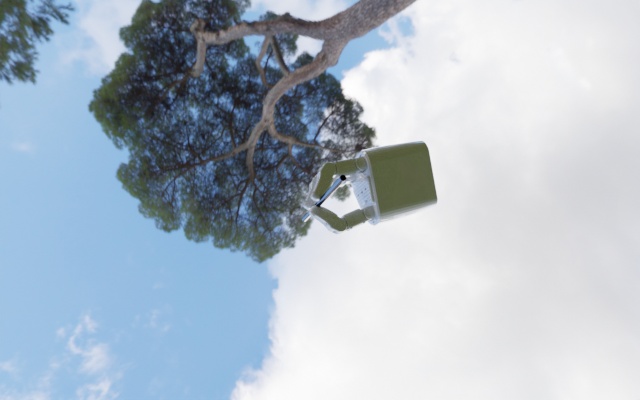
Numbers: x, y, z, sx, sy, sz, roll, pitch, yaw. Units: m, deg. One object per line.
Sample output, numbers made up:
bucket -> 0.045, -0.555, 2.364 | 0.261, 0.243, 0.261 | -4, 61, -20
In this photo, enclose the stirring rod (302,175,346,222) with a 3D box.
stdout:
stirring rod -> 0.000, 0.002, 0.689 | 0.011, 0.011, 0.239 | 0, -14, -14
